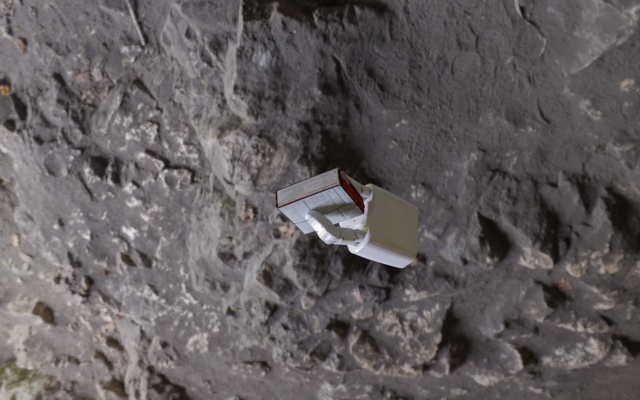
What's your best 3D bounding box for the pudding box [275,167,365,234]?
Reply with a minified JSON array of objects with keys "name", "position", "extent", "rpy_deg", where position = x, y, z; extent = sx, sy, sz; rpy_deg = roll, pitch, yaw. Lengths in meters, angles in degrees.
[{"name":"pudding box","position":[0.000,0.003,0.737],"extent":[0.113,0.039,0.090],"rpy_deg":[-21,-40,19]}]
